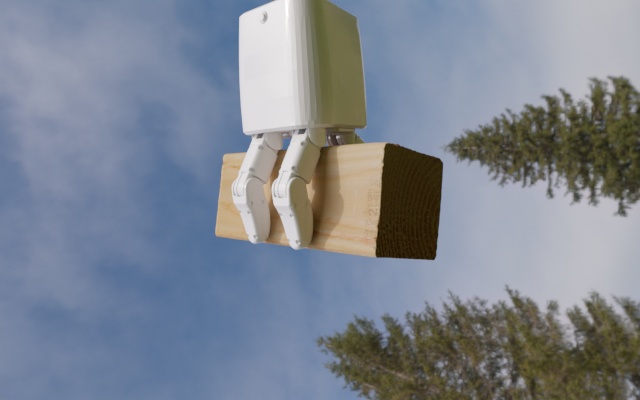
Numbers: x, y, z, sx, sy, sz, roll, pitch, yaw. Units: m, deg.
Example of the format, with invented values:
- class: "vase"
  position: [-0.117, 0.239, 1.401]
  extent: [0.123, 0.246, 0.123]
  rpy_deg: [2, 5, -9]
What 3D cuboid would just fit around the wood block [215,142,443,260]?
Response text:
- class: "wood block"
  position: [0.000, 0.001, 0.454]
  extent: [0.206, 0.090, 0.091]
  rpy_deg: [2, -4, 44]
